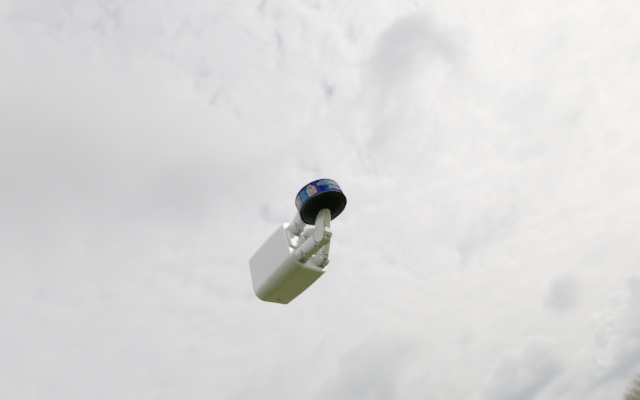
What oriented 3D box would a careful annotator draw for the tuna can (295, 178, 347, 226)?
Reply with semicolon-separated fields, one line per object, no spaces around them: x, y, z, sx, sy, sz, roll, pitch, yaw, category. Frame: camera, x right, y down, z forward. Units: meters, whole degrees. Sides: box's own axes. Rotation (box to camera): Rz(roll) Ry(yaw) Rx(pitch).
0.000;0.002;0.818;0.086;0.033;0.086;-16;-38;-13;tuna can
